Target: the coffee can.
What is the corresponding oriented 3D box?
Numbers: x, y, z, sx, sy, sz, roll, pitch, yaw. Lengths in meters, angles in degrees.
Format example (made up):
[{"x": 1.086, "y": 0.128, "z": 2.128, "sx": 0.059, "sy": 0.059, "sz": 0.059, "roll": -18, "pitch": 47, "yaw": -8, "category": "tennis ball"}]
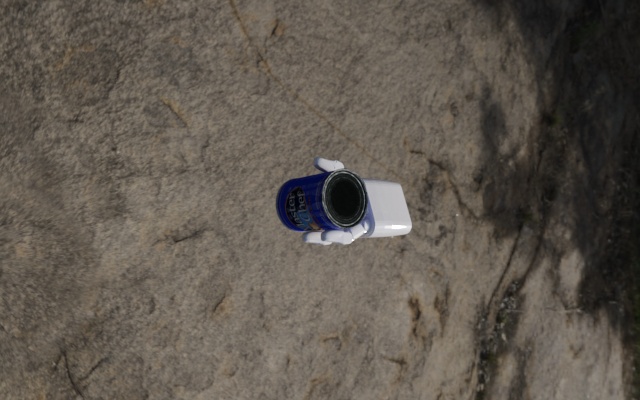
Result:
[{"x": 0.000, "y": 0.003, "z": 0.851, "sx": 0.103, "sy": 0.103, "sz": 0.140, "roll": 0, "pitch": -5, "yaw": -38, "category": "coffee can"}]
